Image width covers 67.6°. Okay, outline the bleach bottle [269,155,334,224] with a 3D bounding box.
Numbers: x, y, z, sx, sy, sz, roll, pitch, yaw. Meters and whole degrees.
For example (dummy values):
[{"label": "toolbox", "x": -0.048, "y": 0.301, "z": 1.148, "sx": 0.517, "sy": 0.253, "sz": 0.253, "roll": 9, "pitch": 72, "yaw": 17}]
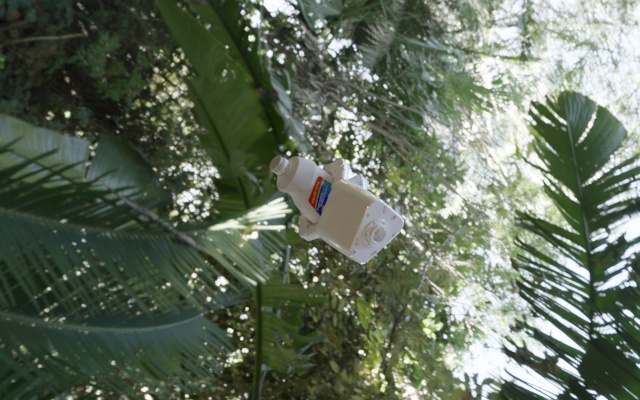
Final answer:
[{"label": "bleach bottle", "x": 0.000, "y": 0.003, "z": 0.881, "sx": 0.251, "sy": 0.102, "sz": 0.068, "roll": 36, "pitch": -2, "yaw": -36}]
